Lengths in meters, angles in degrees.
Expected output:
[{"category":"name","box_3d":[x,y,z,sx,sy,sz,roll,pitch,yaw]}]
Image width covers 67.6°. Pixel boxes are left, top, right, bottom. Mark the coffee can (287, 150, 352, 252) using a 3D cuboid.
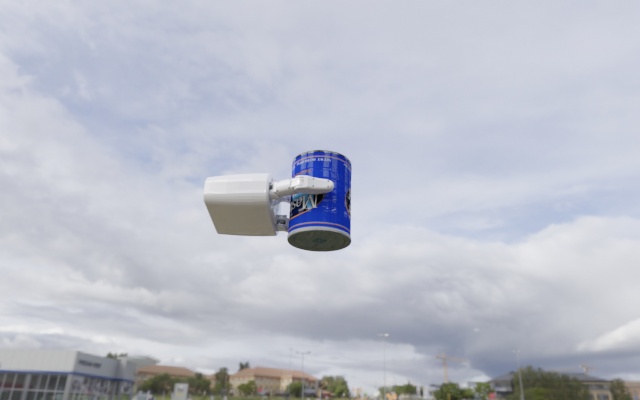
[{"category":"coffee can","box_3d":[0.000,0.003,0.789,0.103,0.140,0.103,2,-24,1]}]
